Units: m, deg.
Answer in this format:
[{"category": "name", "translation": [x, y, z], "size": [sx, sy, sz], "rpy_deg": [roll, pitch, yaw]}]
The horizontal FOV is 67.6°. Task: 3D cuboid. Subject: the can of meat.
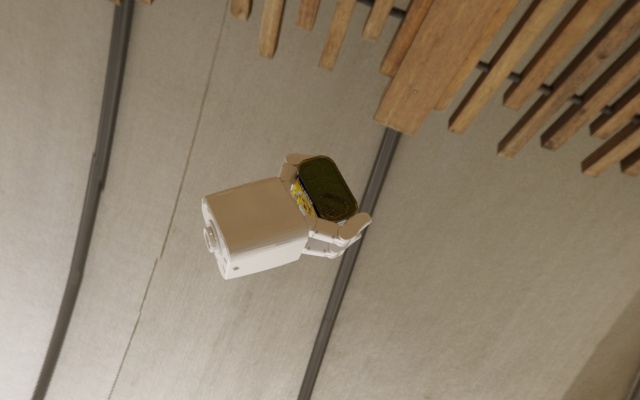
[{"category": "can of meat", "translation": [0.000, 0.002, 0.679], "size": [0.057, 0.102, 0.084], "rpy_deg": [-18, -23, -25]}]
